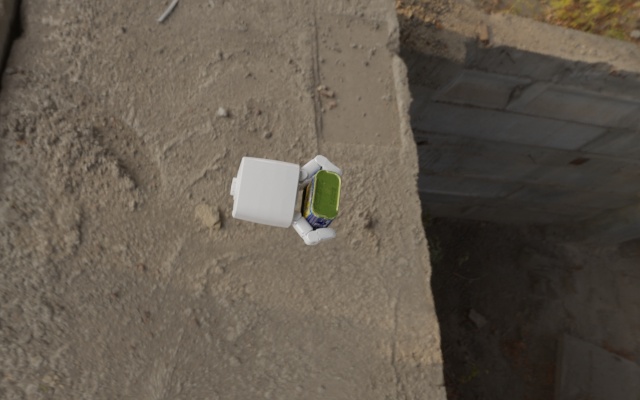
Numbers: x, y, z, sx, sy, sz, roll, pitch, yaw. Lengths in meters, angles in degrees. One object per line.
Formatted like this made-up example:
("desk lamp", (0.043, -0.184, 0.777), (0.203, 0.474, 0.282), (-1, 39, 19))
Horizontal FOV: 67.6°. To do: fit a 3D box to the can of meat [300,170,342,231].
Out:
("can of meat", (0.000, 0.003, 0.898), (0.057, 0.102, 0.084), (12, -25, -12))
